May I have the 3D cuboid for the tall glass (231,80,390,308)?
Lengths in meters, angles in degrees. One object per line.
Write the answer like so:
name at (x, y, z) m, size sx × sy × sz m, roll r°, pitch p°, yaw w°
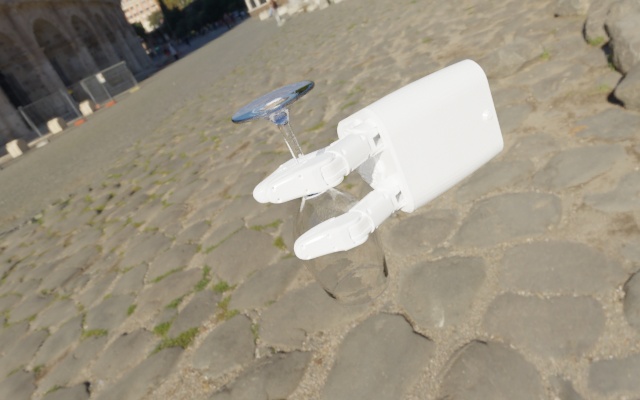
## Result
tall glass at (0.000, 0.001, 0.426) m, size 0.079 × 0.201 × 0.079 m, roll -21°, pitch 24°, yaw 10°
